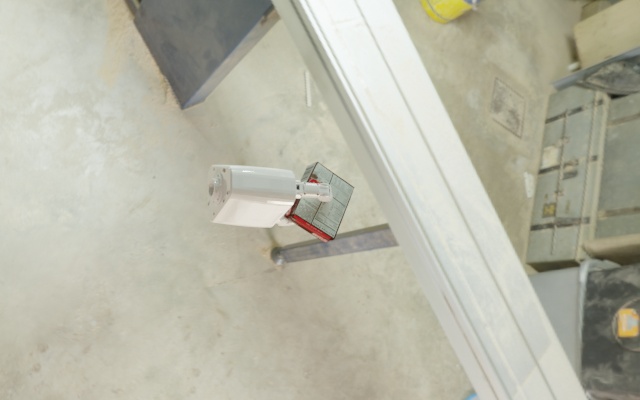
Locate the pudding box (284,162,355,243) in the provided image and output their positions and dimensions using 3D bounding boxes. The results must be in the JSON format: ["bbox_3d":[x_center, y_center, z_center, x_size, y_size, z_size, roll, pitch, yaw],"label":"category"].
[{"bbox_3d":[0.000,0.003,0.826,0.090,0.113,0.039,34,-26,-21],"label":"pudding box"}]
